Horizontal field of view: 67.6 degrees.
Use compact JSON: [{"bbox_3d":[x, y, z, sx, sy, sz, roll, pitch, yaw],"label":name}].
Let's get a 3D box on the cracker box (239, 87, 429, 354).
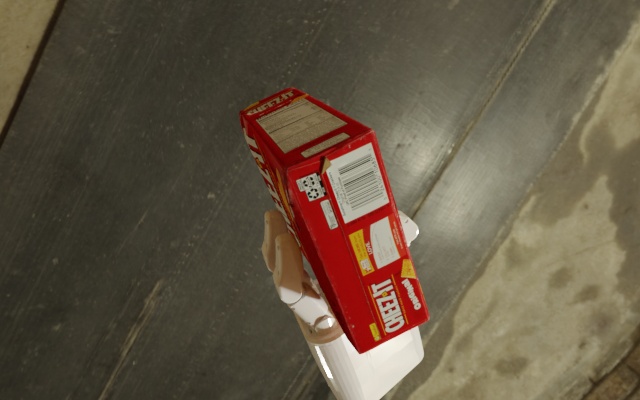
[{"bbox_3d":[0.000,0.001,0.421,0.072,0.164,0.213,-25,26,-8],"label":"cracker box"}]
